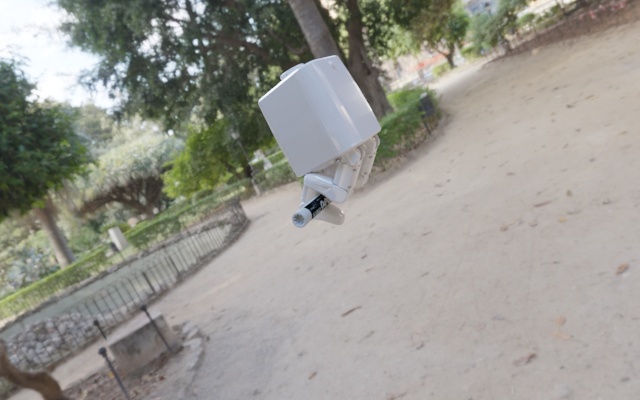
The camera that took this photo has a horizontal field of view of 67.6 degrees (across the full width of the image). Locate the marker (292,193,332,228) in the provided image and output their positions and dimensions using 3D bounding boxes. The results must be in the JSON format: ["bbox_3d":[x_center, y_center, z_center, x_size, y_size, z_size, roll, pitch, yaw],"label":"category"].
[{"bbox_3d":[0.000,0.002,0.585,0.020,0.020,0.121,0,20,25],"label":"marker"}]
